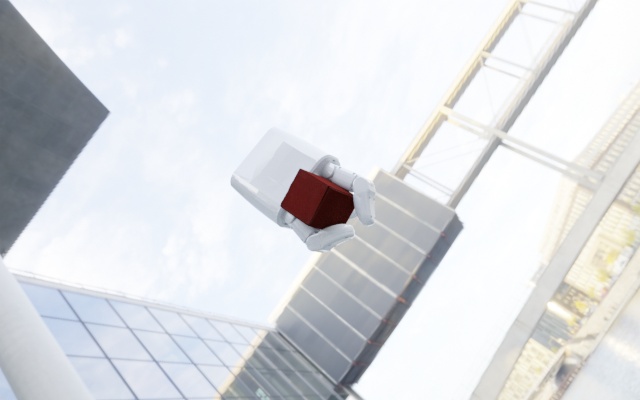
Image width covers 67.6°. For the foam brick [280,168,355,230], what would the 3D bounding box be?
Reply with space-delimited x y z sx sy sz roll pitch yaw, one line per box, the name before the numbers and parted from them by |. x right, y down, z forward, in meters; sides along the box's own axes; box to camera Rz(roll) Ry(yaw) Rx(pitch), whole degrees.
foam brick | 0.000 0.002 0.576 0.051 0.053 0.078 33 8 32
